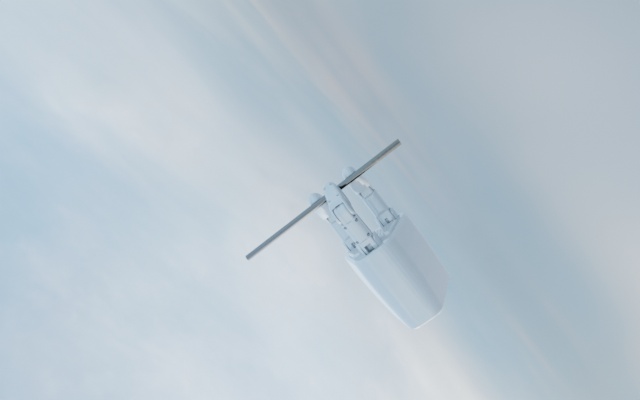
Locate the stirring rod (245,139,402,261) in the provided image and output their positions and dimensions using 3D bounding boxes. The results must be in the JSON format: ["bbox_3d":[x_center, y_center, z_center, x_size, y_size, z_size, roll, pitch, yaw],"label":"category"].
[{"bbox_3d":[0.000,0.002,0.587,0.239,0.011,0.011,-38,-9,12],"label":"stirring rod"}]
